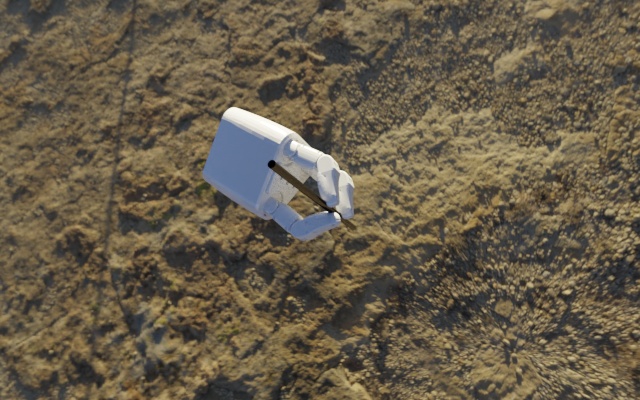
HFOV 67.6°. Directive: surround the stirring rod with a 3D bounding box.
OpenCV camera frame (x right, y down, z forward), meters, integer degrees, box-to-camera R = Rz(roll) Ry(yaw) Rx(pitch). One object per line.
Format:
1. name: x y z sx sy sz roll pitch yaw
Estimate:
1. stirring rod: 0.000 0.002 0.528 0.011 0.011 0.240 0 -16 22
